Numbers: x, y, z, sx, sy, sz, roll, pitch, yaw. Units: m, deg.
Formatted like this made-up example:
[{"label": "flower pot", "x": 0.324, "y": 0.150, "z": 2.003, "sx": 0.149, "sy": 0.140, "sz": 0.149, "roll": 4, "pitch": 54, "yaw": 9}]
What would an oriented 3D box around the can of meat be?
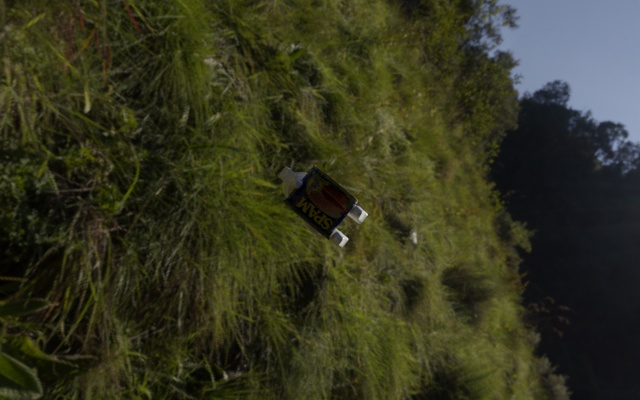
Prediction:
[{"label": "can of meat", "x": 0.000, "y": 0.002, "z": 0.811, "sx": 0.102, "sy": 0.084, "sz": 0.057, "roll": 40, "pitch": -2, "yaw": -9}]
